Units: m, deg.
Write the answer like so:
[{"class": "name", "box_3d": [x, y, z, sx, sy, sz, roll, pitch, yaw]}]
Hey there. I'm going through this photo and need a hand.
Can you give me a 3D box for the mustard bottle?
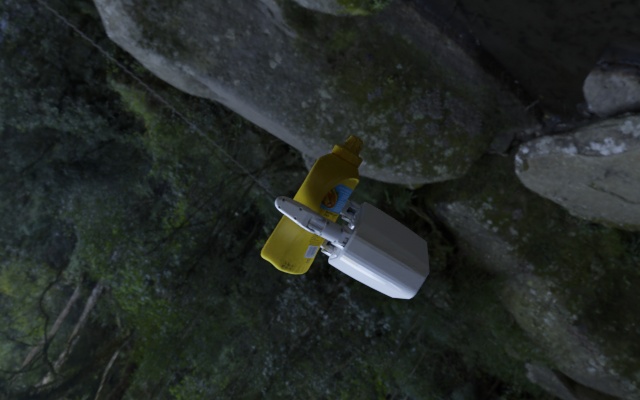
[{"class": "mustard bottle", "box_3d": [0.000, 0.002, 0.622, 0.058, 0.191, 0.096, 33, 5, 23]}]
